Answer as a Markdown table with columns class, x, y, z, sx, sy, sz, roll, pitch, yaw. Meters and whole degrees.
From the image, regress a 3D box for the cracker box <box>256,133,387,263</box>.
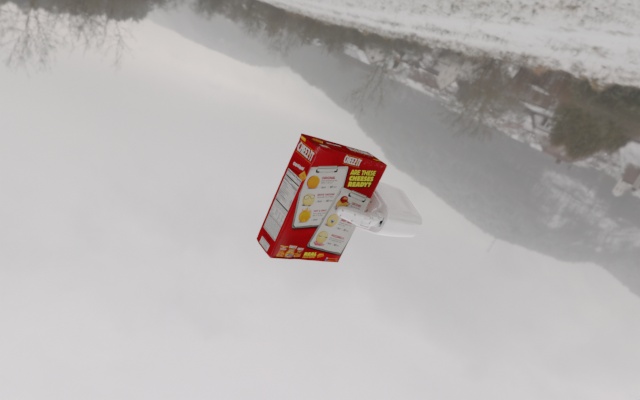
| class | x | y | z | sx | sy | sz | roll | pitch | yaw |
| --- | --- | --- | --- | --- | --- | --- | --- | --- | --- |
| cracker box | 0.000 | 0.003 | 0.854 | 0.164 | 0.214 | 0.072 | 10 | 22 | -40 |
